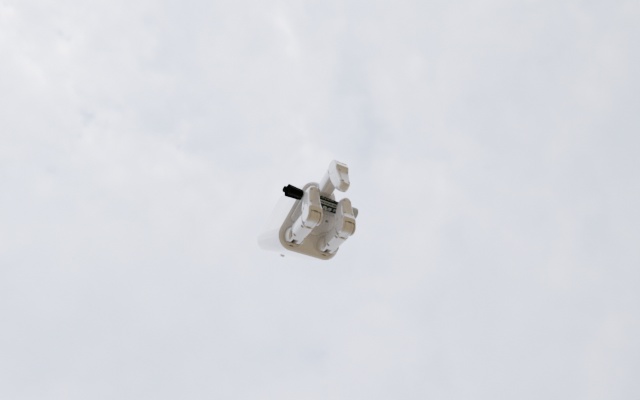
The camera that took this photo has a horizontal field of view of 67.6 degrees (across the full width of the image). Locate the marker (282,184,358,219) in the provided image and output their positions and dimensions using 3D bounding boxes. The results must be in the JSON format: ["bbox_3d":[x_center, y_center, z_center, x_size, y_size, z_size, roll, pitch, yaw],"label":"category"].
[{"bbox_3d":[0.000,0.002,0.693,0.121,0.020,0.020,19,-8,-24],"label":"marker"}]
